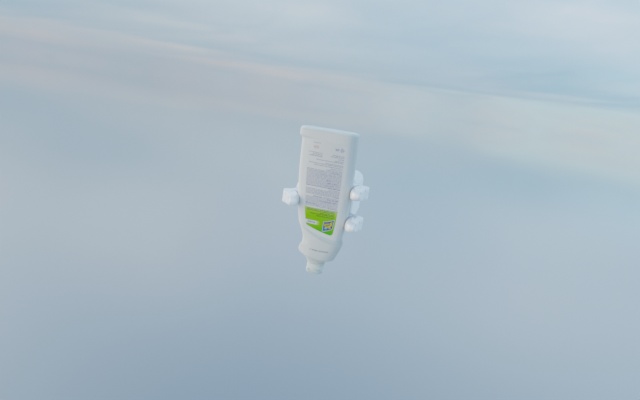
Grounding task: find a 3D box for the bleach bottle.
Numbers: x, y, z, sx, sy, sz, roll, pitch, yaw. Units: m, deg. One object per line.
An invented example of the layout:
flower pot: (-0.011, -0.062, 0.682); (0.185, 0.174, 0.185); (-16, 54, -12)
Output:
bleach bottle: (0.000, 0.003, 0.824); (0.102, 0.251, 0.068); (12, 12, 15)
